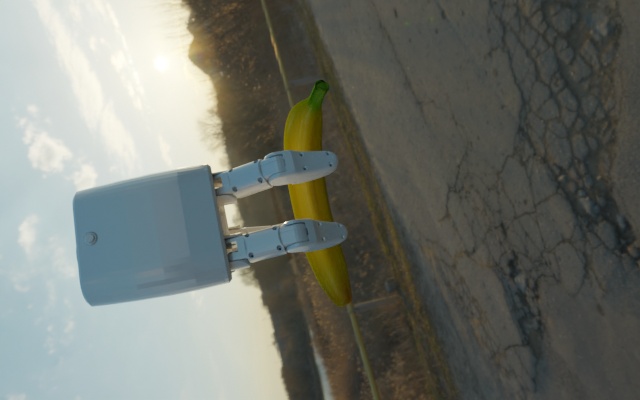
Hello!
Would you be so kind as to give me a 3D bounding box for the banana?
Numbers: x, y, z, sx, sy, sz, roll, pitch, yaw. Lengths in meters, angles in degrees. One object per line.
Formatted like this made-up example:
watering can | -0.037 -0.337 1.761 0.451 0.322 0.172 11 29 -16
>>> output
banana | -0.006 -0.003 0.436 0.037 0.198 0.069 -10 7 -16
